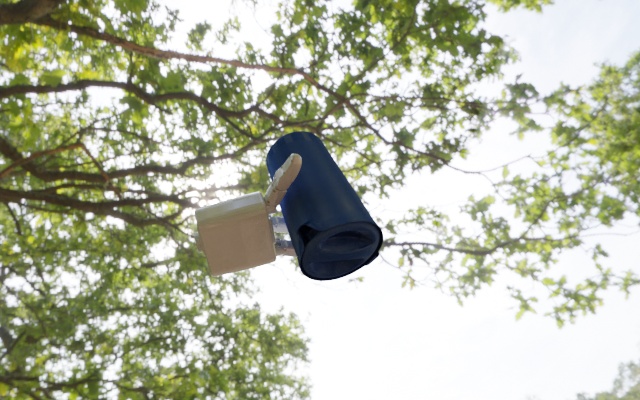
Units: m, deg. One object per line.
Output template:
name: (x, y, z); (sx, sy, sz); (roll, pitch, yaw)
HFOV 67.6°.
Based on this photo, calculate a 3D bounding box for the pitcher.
pitcher: (0.000, 0.003, 0.779); (0.145, 0.242, 0.149); (-15, -41, -13)
